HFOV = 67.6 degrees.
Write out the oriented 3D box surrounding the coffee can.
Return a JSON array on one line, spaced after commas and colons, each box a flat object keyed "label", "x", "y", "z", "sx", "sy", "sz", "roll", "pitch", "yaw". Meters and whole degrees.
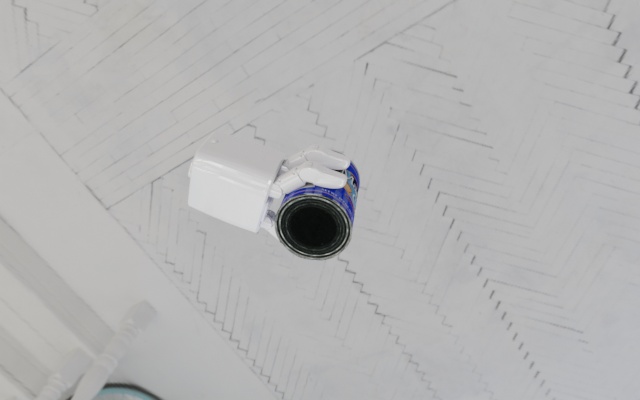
[{"label": "coffee can", "x": 0.000, "y": 0.002, "z": 0.674, "sx": 0.103, "sy": 0.103, "sz": 0.140, "roll": 0, "pitch": 29, "yaw": 9}]
